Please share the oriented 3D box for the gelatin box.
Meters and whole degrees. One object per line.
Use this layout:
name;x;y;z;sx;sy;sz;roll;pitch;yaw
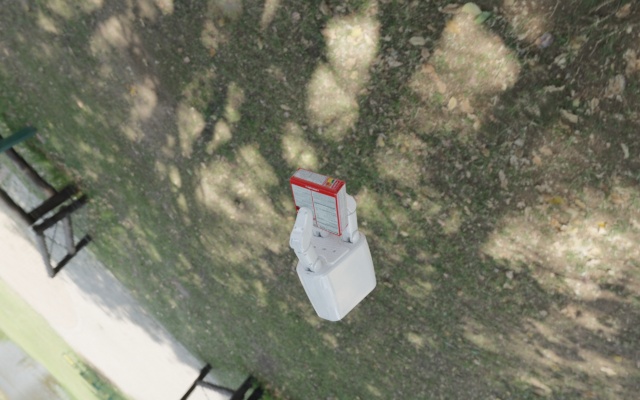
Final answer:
gelatin box;0.000;0.002;0.671;0.073;0.089;0.030;19;52;25
